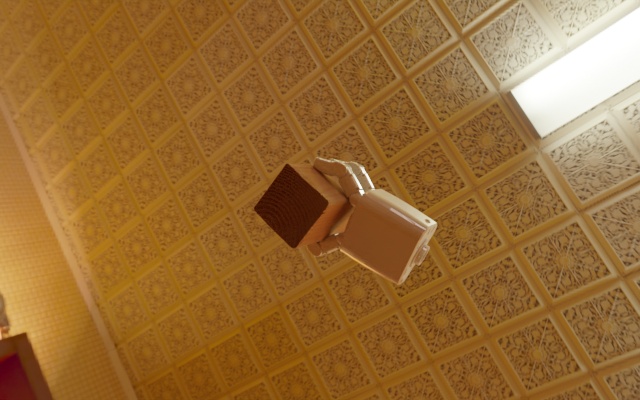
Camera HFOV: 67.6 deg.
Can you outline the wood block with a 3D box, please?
[{"bbox_3d":[0.000,0.003,0.761,0.090,0.091,0.206,43,19,17],"label":"wood block"}]
